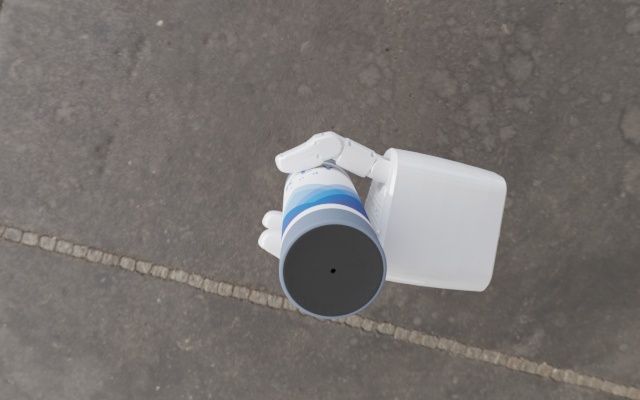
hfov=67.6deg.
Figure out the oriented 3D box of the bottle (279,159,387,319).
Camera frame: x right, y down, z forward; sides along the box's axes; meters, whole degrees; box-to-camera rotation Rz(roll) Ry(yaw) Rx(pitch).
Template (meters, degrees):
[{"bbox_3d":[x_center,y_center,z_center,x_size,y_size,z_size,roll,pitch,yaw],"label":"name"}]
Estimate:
[{"bbox_3d":[0.000,0.001,0.432,0.069,0.069,0.295,0,17,-3],"label":"bottle"}]
